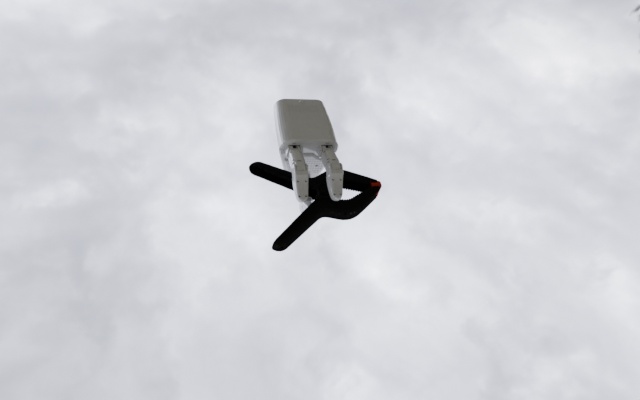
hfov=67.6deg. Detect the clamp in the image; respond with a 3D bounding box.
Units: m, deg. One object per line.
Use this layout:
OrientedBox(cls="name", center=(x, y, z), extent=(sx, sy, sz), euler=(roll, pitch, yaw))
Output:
OrientedBox(cls="clamp", center=(0.000, 0.003, 0.751), extent=(0.210, 0.164, 0.036), euler=(-2, -35, -15))
